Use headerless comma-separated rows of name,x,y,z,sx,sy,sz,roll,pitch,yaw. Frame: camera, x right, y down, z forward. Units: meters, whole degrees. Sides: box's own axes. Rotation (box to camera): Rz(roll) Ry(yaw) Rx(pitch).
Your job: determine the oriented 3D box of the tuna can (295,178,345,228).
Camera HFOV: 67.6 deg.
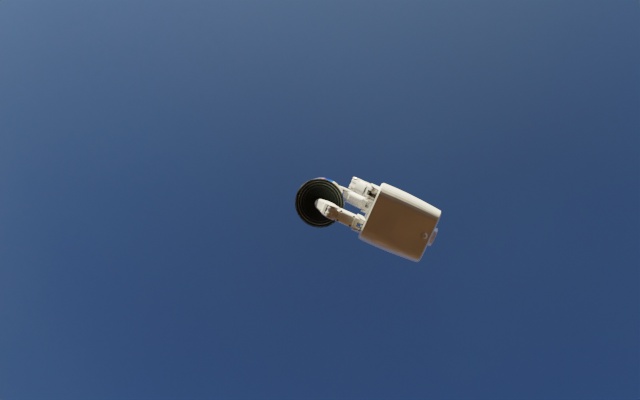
tuna can,0.000,0.003,0.839,0.086,0.086,0.033,0,7,7
